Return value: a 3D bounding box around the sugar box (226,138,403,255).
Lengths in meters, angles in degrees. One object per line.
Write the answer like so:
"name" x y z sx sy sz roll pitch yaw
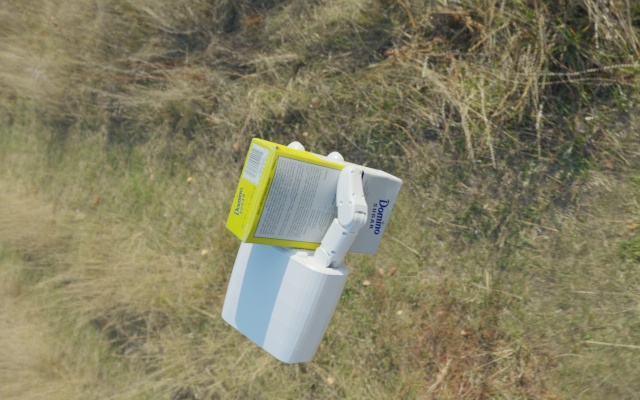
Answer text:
"sugar box" 0.000 0.002 0.490 0.176 0.093 0.048 10 13 -43
